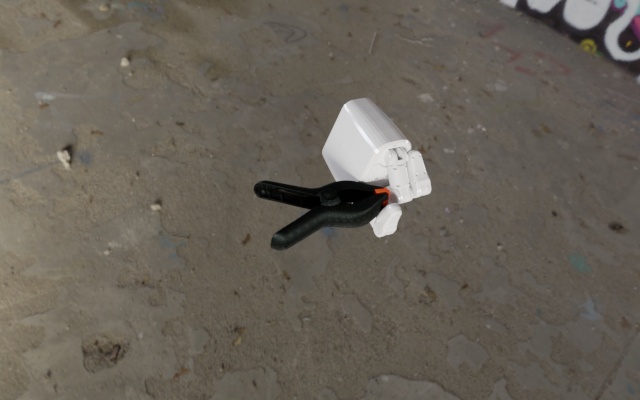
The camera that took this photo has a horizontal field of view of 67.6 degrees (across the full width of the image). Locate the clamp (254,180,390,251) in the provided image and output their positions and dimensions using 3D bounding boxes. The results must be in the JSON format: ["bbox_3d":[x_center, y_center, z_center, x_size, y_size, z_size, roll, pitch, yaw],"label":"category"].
[{"bbox_3d":[0.000,0.002,0.600,0.171,0.039,0.120,-11,46,-23],"label":"clamp"}]
